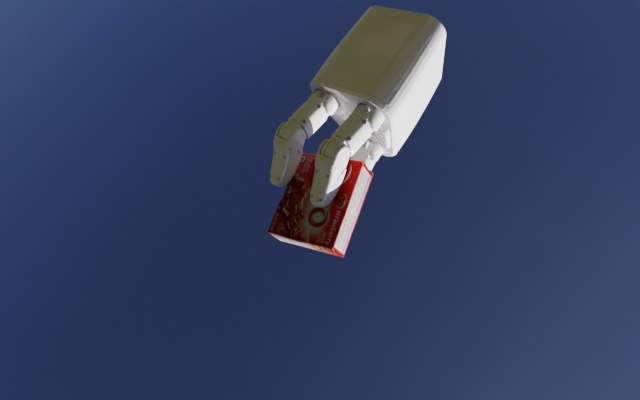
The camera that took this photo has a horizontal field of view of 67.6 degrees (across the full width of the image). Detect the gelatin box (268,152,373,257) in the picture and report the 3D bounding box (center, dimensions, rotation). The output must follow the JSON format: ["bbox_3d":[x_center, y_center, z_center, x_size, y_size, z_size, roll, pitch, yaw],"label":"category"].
[{"bbox_3d":[0.000,0.002,0.451,0.073,0.089,0.030,12,-17,31],"label":"gelatin box"}]
